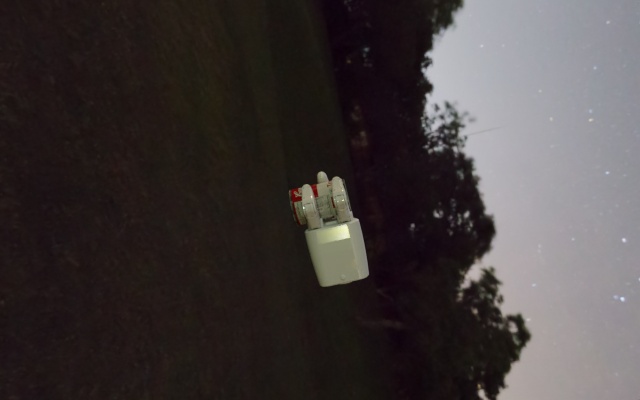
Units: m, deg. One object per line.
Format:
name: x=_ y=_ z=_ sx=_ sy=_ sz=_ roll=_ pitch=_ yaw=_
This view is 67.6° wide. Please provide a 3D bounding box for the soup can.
soup can: x=0.000 y=0.002 z=0.873 sx=0.102 sy=0.068 sz=0.068 roll=-13 pitch=-1 yaw=5
